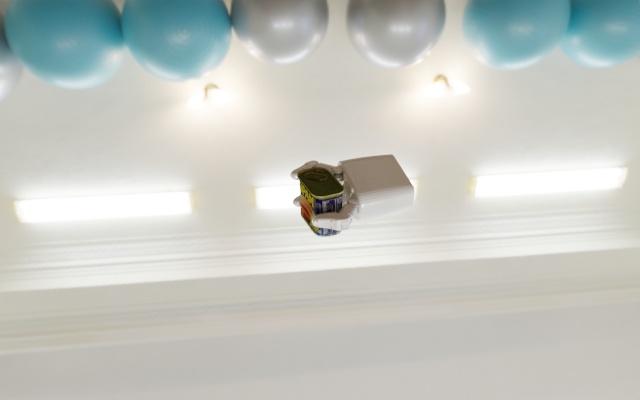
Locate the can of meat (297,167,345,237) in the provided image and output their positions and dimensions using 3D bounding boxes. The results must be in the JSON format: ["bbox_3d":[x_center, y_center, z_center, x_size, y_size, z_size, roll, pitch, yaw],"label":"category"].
[{"bbox_3d":[0.000,0.003,0.822,0.057,0.084,0.102,-13,33,-18],"label":"can of meat"}]
